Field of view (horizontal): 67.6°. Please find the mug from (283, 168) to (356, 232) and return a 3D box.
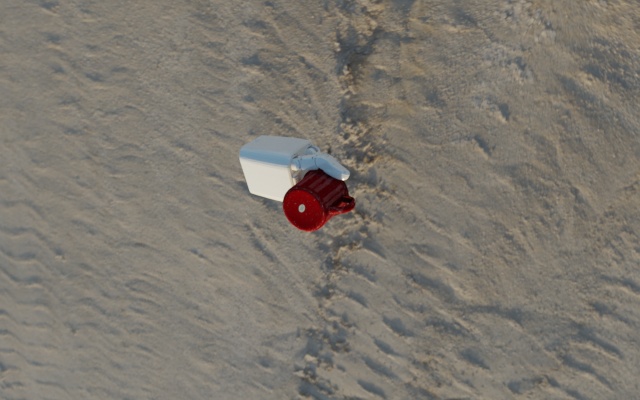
[{"bbox_3d":[0.001,0.003,0.794,0.117,0.093,0.081,11,27,24],"label":"mug"}]
